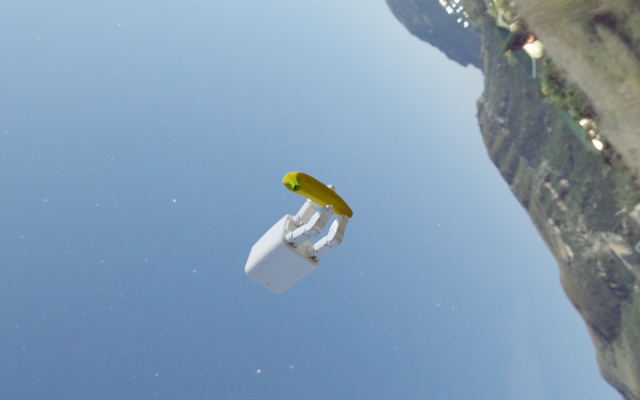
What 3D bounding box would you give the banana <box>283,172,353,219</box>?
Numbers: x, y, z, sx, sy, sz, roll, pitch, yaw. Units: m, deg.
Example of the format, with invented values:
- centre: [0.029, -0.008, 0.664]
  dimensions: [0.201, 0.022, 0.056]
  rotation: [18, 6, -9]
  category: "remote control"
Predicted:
- centre: [-0.010, -0.012, 0.838]
  dimensions: [0.037, 0.069, 0.198]
  rotation: [-42, -32, 16]
  category: "banana"
